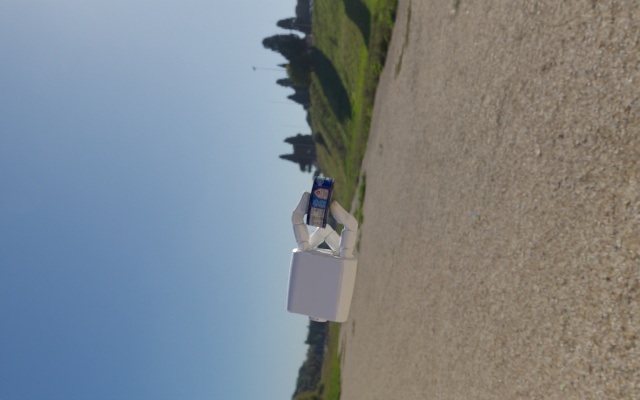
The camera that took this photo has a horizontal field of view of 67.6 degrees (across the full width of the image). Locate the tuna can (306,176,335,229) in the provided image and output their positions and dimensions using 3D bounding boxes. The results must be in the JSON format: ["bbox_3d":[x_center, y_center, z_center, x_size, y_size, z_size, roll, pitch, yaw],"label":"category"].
[{"bbox_3d":[0.000,0.002,0.797,0.034,0.086,0.086,11,0,3],"label":"tuna can"}]
